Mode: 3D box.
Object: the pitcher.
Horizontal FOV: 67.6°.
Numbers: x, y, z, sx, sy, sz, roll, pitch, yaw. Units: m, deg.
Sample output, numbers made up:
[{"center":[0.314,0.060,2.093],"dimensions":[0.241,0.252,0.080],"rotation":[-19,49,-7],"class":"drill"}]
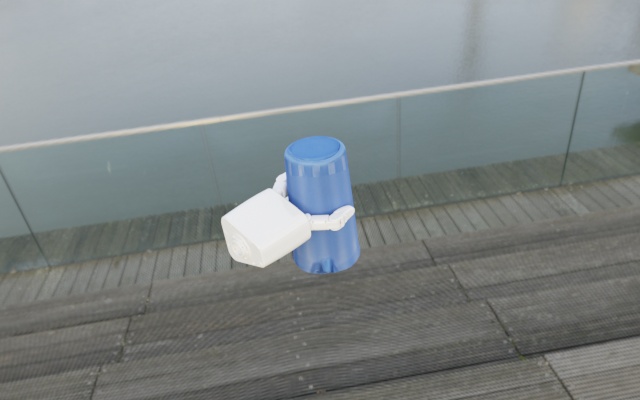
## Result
[{"center":[0.000,0.003,0.899],"dimensions":[0.149,0.243,0.145],"rotation":[24,44,39],"class":"pitcher"}]
